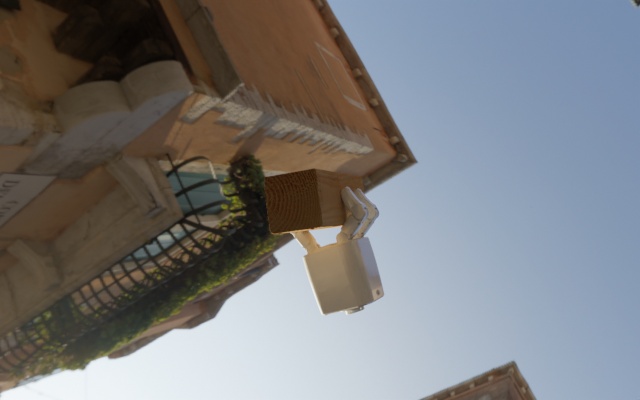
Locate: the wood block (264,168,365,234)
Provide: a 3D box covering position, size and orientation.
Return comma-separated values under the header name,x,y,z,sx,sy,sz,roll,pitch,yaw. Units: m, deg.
name,x,y,z,sx,sy,sz,roll,pitch,yaw
wood block,0.000,0.003,0.802,0.091,0.090,0.206,-9,-5,23
